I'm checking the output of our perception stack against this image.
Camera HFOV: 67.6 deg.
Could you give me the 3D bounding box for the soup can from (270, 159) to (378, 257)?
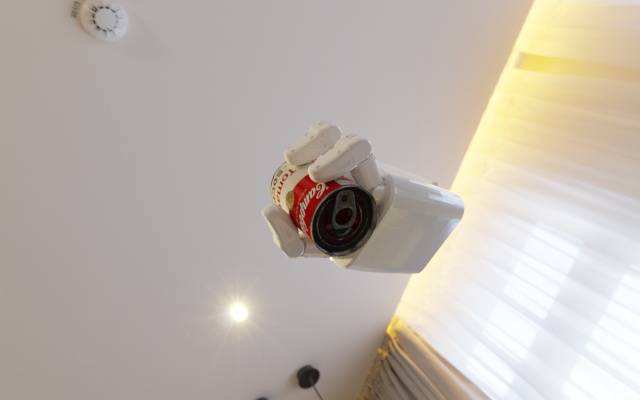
[{"bbox_3d":[-0.001,0.001,0.462,0.068,0.068,0.102,0,20,-29],"label":"soup can"}]
